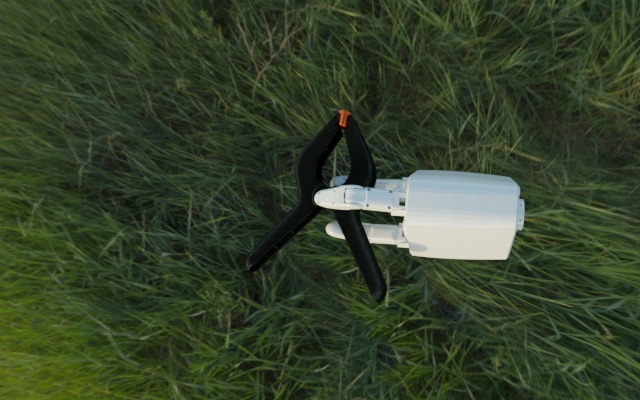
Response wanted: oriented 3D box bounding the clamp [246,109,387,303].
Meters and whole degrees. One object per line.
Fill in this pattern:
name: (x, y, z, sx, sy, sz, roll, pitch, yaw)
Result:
clamp: (0.000, 0.001, 0.541, 0.164, 0.210, 0.036, 3, -8, 16)
